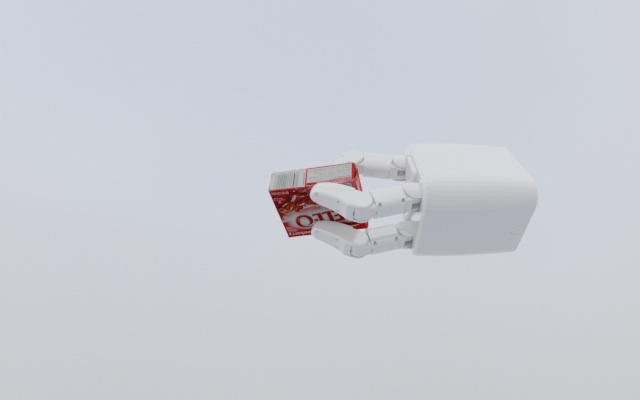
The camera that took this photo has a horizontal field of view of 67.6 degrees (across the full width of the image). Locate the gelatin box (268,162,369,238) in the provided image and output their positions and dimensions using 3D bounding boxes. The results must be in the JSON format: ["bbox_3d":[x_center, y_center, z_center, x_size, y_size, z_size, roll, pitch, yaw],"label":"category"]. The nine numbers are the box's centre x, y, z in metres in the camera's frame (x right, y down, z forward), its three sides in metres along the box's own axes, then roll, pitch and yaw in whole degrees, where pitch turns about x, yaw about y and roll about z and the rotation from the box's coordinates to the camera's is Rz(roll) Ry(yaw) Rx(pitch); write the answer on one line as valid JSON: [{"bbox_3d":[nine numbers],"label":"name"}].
[{"bbox_3d":[0.000,0.001,0.488,0.089,0.030,0.073,-7,-44,12],"label":"gelatin box"}]
